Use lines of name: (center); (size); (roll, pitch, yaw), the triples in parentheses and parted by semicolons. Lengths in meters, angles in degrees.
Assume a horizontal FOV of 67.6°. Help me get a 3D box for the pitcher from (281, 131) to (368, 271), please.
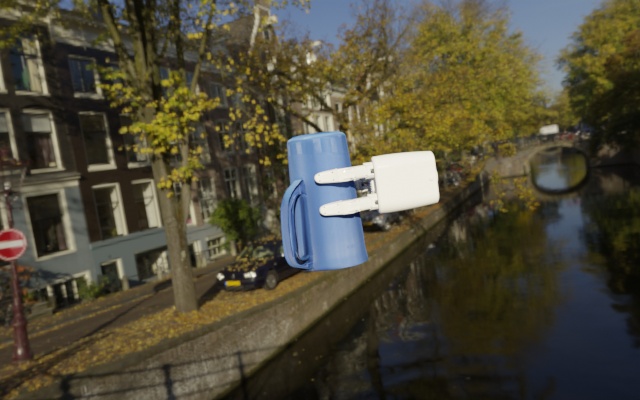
pitcher: (0.000, 0.003, 0.862); (0.145, 0.243, 0.149); (-8, 4, 1)
